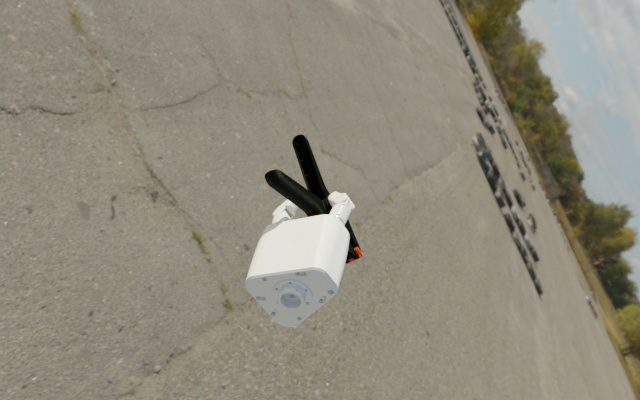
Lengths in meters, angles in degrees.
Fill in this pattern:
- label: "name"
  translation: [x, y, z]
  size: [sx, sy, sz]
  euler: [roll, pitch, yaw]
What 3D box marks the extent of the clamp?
- label: "clamp"
  translation: [0.001, 0.003, 0.721]
  size: [0.036, 0.210, 0.164]
  euler: [-26, 24, 24]
